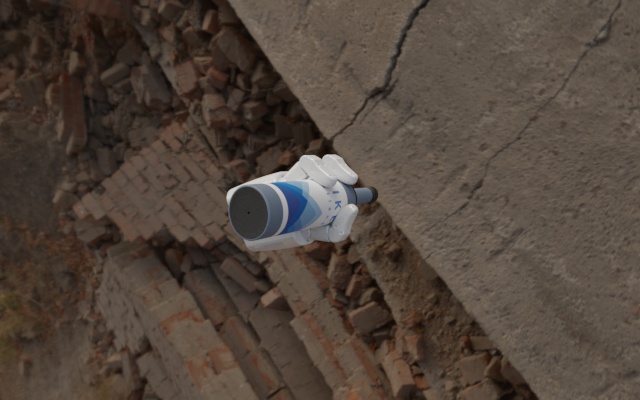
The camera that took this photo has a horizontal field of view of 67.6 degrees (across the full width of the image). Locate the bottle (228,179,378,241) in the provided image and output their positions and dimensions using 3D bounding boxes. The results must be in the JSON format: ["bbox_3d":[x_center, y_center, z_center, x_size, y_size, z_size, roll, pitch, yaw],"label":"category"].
[{"bbox_3d":[0.000,0.002,0.676,0.069,0.069,0.295,0,5,35],"label":"bottle"}]
